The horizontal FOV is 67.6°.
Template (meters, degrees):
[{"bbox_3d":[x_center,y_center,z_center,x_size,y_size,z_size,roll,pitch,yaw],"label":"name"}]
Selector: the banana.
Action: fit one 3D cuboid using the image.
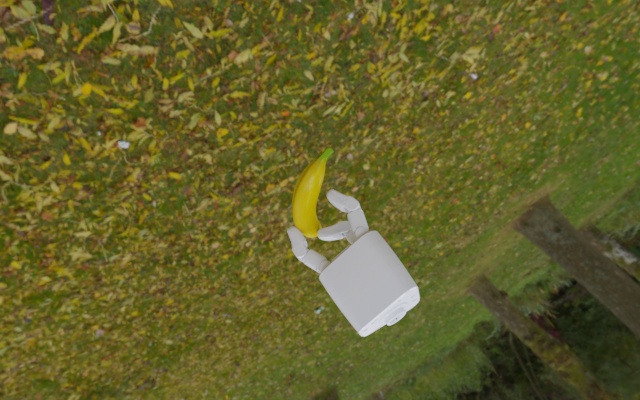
[{"bbox_3d":[-0.015,0.007,0.739,0.069,0.037,0.198,-25,-32,-27],"label":"banana"}]
